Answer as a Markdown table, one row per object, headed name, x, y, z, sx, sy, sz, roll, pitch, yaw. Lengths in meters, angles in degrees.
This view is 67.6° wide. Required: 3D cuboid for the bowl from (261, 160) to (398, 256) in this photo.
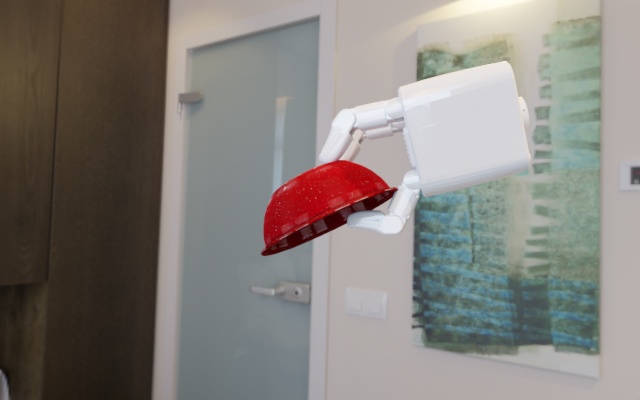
| name | x | y | z | sx | sy | sz | roll | pitch | yaw |
| --- | --- | --- | --- | --- | --- | --- | --- | --- | --- |
| bowl | -0.001 | 0.002 | 0.513 | 0.162 | 0.055 | 0.162 | -25 | -9 | -4 |
